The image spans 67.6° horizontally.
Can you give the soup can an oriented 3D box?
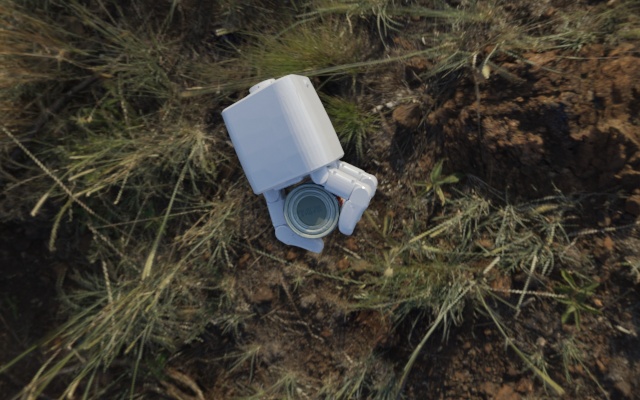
[{"bbox_3d":[0.000,0.002,0.584,0.068,0.068,0.102,0,12,13],"label":"soup can"}]
